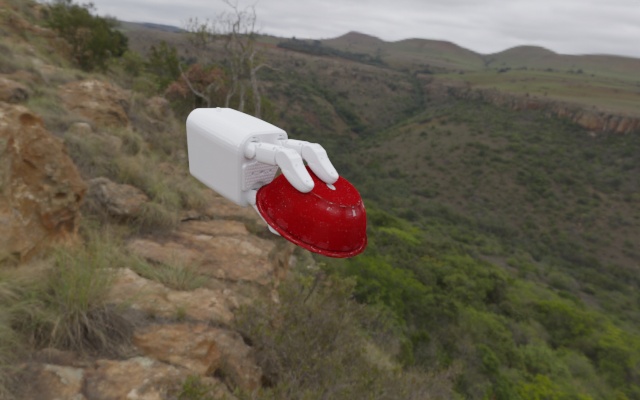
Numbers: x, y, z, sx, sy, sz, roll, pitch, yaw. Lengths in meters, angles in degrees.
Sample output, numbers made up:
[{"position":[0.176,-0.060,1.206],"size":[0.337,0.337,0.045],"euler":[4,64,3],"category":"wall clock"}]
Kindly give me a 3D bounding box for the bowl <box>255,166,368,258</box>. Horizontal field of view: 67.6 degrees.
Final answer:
[{"position":[0.001,0.002,0.621],"size":[0.162,0.055,0.162],"euler":[22,26,-12],"category":"bowl"}]
